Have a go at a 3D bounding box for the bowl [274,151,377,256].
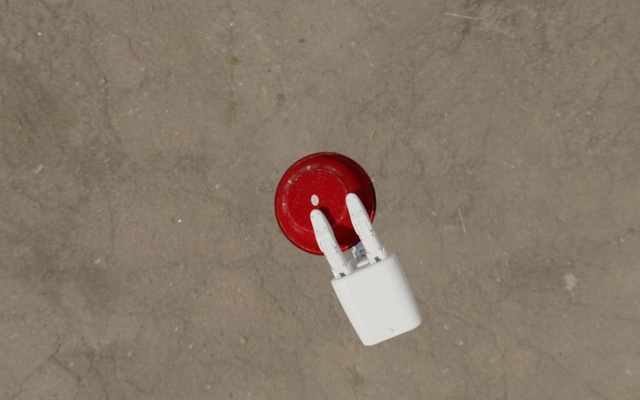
[{"bbox_3d":[-0.001,0.001,0.712,0.162,0.162,0.055,0,-5,13],"label":"bowl"}]
